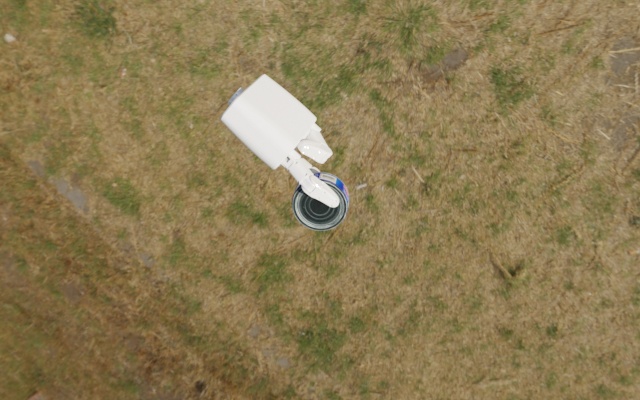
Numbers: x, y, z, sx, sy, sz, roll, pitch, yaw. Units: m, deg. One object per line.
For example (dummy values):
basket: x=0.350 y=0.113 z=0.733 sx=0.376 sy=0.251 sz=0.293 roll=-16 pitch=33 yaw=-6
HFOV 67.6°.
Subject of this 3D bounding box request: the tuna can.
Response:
tuna can: x=0.000 y=0.003 z=0.723 sx=0.086 sy=0.086 sz=0.033 roll=0 pitch=25 yaw=6
